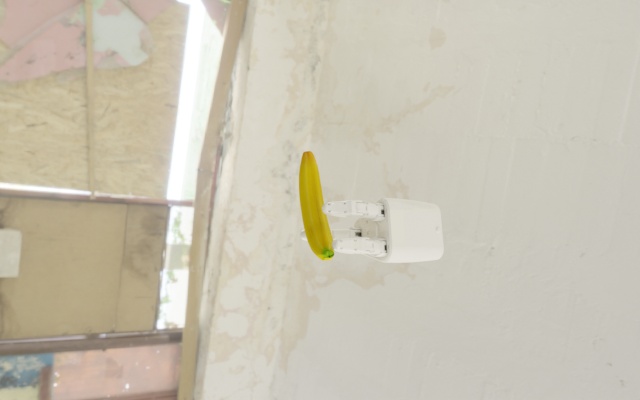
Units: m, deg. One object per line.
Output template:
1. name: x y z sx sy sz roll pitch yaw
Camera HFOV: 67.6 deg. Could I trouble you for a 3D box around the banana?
1. banana: -0.005 0.016 0.730 0.037 0.197 0.070 2 -38 -23
